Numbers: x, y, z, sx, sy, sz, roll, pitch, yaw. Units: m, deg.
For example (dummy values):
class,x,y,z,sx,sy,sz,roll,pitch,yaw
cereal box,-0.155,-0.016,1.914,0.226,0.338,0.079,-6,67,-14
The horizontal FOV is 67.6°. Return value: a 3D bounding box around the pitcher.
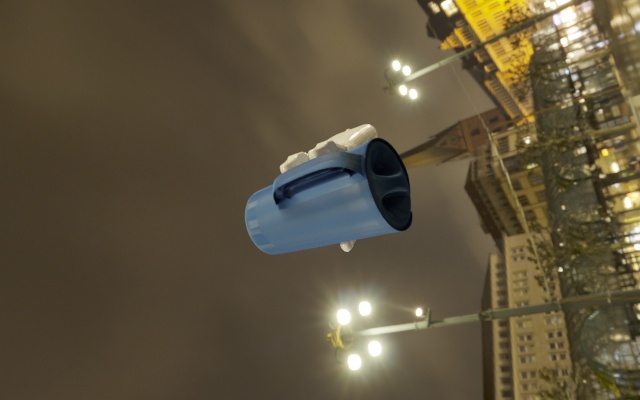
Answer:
class,x,y,z,sx,sy,sz,roll,pitch,yaw
pitcher,0.000,0.002,0.707,0.243,0.149,0.145,-18,16,33
